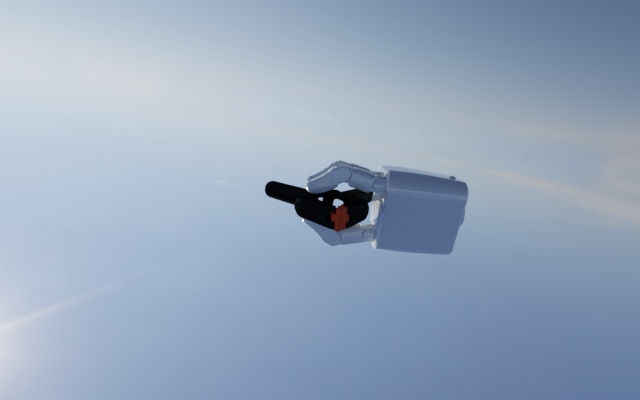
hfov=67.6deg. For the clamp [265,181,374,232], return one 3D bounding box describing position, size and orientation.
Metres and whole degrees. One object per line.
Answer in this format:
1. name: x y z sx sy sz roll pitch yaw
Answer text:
1. clamp: 0.000 0.003 0.638 0.164 0.036 0.210 4 10 -1
